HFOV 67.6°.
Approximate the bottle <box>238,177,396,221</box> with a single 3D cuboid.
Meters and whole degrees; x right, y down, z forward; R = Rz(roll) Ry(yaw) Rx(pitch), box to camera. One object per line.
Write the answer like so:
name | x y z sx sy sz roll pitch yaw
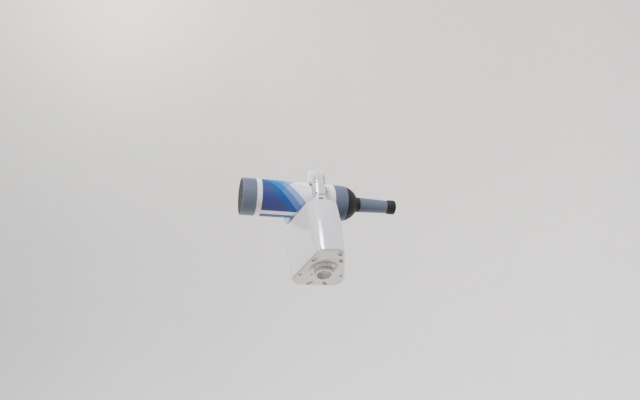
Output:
bottle | 0.000 0.003 0.880 0.296 0.069 0.069 4 -1 -17
